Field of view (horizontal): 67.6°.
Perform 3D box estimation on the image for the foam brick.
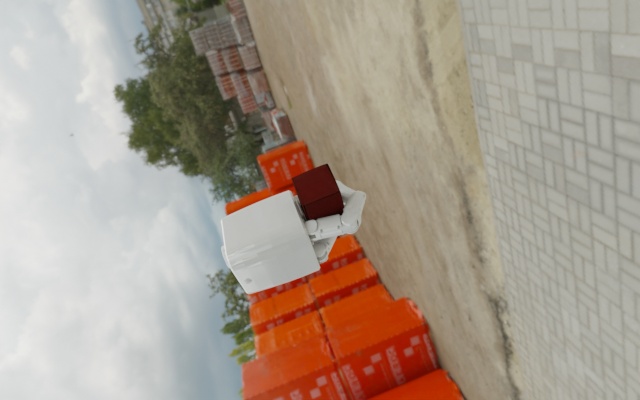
[{"bbox_3d":[0.000,0.002,0.627,0.051,0.053,0.078,-20,-39,-3],"label":"foam brick"}]
